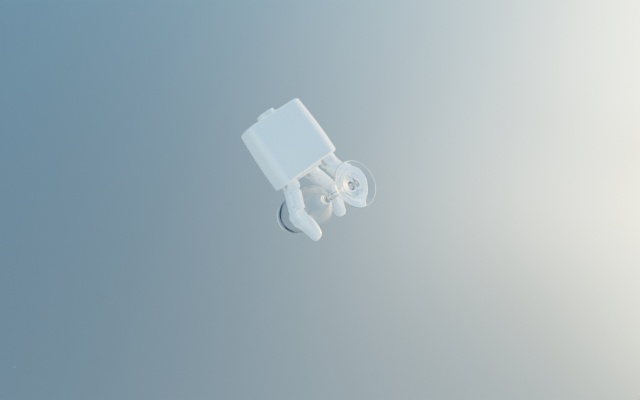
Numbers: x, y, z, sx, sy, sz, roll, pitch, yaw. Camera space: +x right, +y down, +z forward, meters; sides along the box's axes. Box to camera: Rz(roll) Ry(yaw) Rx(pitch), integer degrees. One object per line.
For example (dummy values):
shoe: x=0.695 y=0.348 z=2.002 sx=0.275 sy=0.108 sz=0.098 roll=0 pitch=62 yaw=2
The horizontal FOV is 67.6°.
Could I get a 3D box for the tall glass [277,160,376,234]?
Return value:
tall glass: x=0.001 y=0.003 z=0.781 sx=0.079 sy=0.079 sz=0.201 roll=0 pitch=-16 yaw=-33
